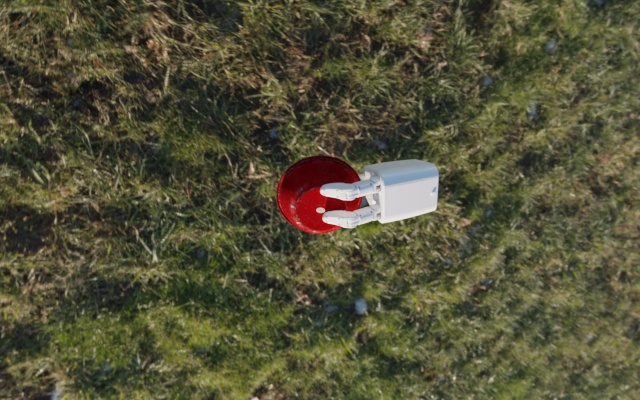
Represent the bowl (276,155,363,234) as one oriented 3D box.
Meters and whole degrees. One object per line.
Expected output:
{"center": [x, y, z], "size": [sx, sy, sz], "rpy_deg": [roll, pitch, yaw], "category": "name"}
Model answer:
{"center": [-0.001, 0.003, 0.859], "size": [0.162, 0.162, 0.055], "rpy_deg": [0, 29, -4], "category": "bowl"}
